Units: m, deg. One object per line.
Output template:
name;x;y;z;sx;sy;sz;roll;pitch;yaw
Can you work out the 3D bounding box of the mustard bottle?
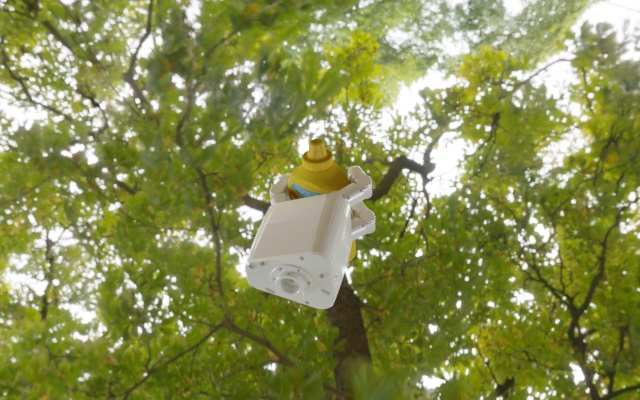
mustard bottle;0.000;0.002;0.666;0.096;0.192;0.058;21;44;31
